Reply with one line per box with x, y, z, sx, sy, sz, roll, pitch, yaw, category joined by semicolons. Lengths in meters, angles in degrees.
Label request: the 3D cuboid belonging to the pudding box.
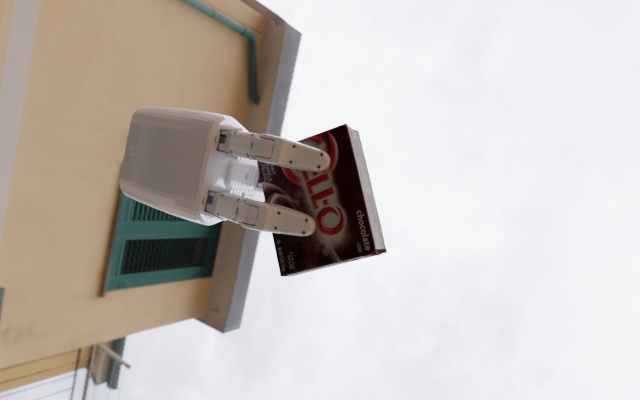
0.000;0.001;0.414;0.090;0.113;0.039;-17;-9;24;pudding box
